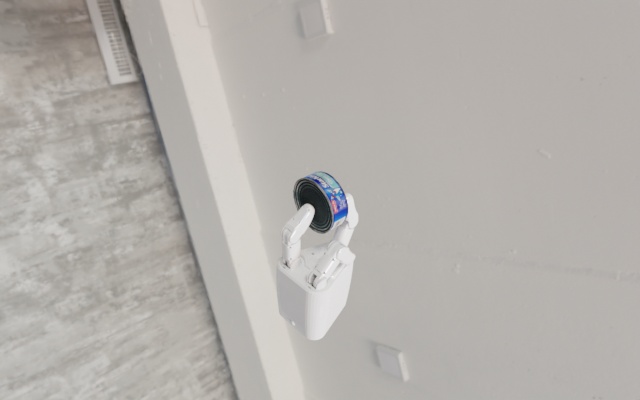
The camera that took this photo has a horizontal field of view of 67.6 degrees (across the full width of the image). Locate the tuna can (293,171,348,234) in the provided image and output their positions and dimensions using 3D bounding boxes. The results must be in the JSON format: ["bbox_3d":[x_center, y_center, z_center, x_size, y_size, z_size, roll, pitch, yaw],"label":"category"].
[{"bbox_3d":[0.001,0.002,0.686,0.033,0.086,0.086,-27,15,-33],"label":"tuna can"}]
